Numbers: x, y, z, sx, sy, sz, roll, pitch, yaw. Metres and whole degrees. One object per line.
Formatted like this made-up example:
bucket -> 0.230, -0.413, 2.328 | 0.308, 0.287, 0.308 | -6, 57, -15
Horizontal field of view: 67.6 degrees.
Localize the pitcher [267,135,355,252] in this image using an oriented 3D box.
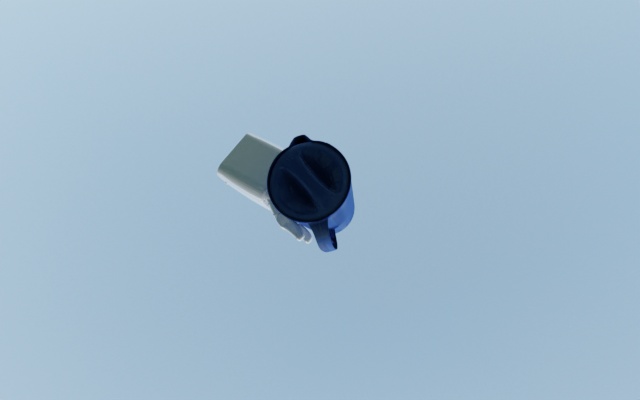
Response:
pitcher -> 0.000, 0.003, 0.846 | 0.145, 0.149, 0.243 | 29, -6, 14
